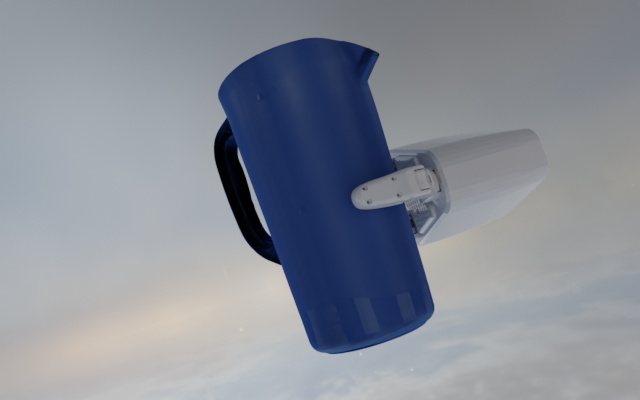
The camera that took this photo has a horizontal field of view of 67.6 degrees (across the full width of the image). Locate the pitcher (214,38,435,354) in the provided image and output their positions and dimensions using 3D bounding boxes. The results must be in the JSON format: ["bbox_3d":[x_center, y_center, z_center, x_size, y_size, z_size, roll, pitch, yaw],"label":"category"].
[{"bbox_3d":[0.000,0.001,0.417,0.145,0.243,0.149,-16,-8,-16],"label":"pitcher"}]
